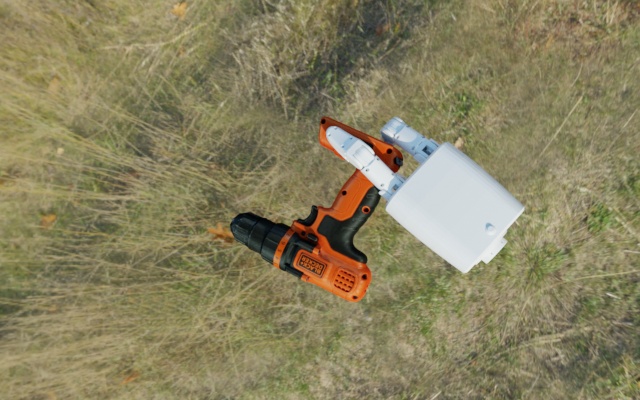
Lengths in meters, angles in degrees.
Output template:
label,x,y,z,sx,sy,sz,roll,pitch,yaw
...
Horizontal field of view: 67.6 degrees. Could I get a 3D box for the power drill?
label,x,y,z,sx,sy,sz,roll,pitch,yaw
power drill,0.000,0.002,0.562,0.184,0.187,0.057,25,7,13
